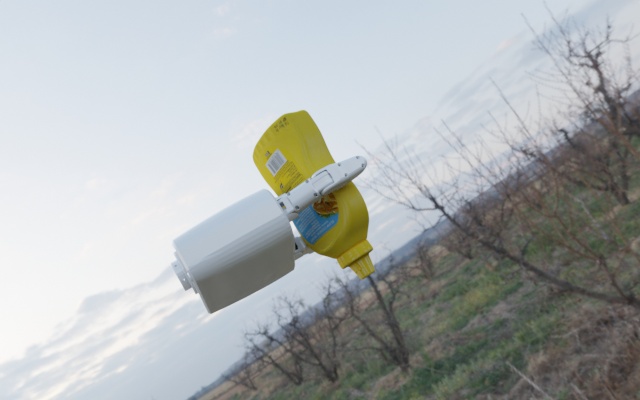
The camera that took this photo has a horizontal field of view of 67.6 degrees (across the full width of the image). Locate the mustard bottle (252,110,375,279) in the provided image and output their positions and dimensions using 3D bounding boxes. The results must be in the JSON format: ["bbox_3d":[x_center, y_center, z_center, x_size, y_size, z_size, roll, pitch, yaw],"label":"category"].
[{"bbox_3d":[0.000,0.001,0.528,0.058,0.191,0.096,-22,-16,-43],"label":"mustard bottle"}]
